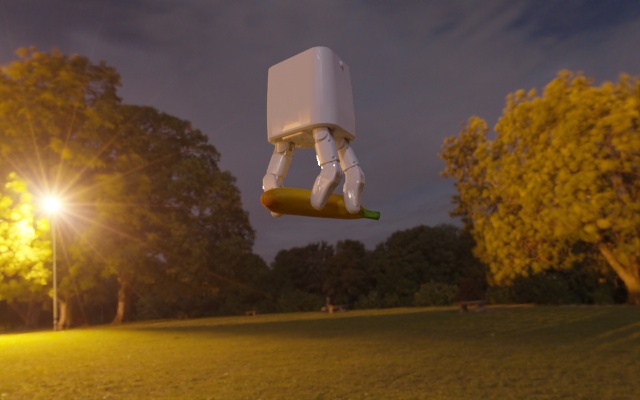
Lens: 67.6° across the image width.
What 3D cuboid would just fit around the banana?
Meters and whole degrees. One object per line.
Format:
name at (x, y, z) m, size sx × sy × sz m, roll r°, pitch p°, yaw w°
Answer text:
banana at (-0.009, 0.003, 0.641) m, size 0.198 × 0.037 × 0.069 m, roll 7°, pitch -7°, yaw -40°
